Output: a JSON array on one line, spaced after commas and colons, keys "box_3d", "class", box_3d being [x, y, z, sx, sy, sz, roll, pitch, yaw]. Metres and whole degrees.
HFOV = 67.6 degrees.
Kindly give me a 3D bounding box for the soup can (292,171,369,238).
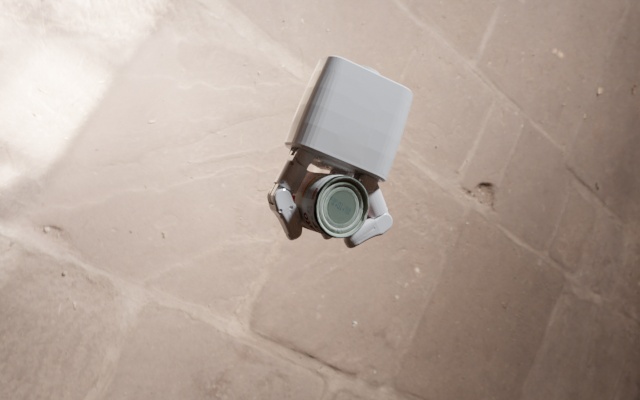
[{"box_3d": [0.000, 0.002, 0.537, 0.068, 0.068, 0.102, 0, 6, -29], "class": "soup can"}]
